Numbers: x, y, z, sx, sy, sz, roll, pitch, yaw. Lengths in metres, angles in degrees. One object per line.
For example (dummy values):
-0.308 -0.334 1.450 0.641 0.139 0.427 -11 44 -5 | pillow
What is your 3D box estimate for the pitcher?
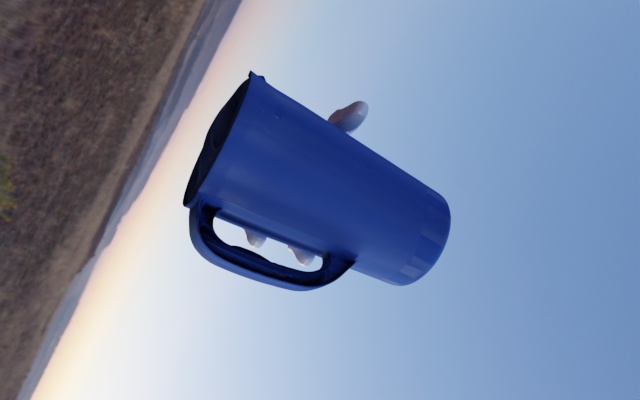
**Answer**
0.000 0.001 0.457 0.243 0.149 0.145 27 13 -20 | pitcher
